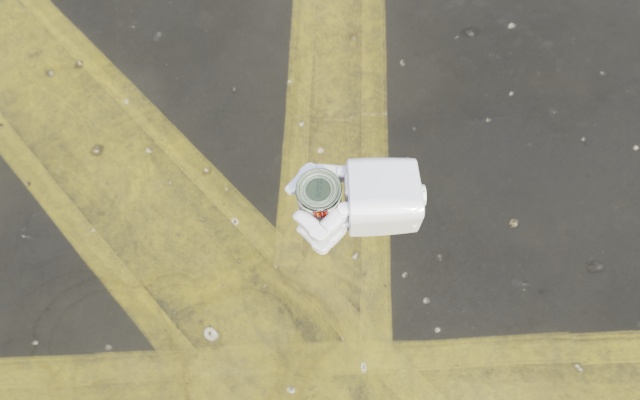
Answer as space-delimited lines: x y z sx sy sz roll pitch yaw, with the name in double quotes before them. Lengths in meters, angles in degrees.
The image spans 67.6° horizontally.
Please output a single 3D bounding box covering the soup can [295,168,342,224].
"soup can" 0.000 0.002 0.714 0.068 0.068 0.102 0 -22 3
